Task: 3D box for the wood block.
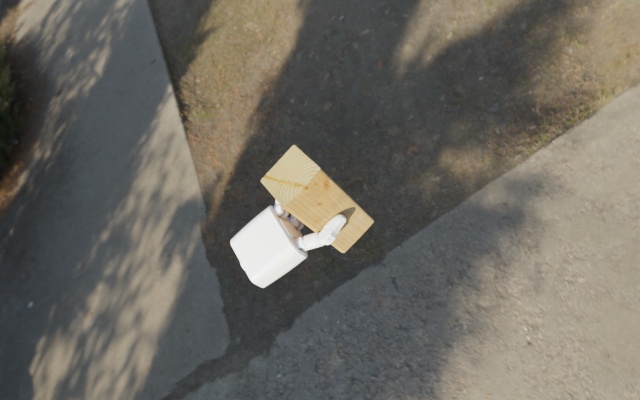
[{"bbox_3d":[0.000,0.003,0.871,0.090,0.090,0.206,46,3,42],"label":"wood block"}]
